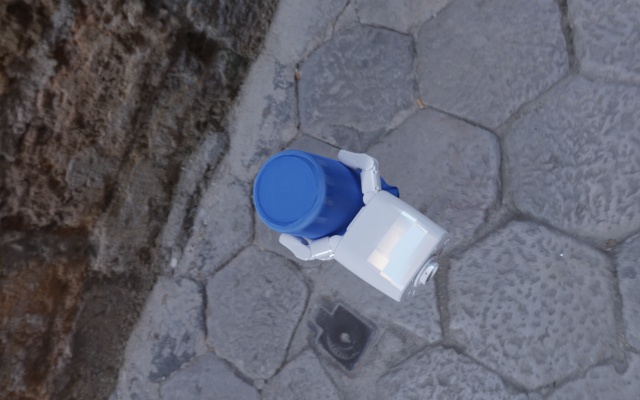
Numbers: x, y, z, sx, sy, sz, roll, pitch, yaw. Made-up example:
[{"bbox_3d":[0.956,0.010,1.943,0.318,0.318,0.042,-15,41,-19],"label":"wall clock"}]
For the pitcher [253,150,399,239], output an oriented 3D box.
[{"bbox_3d":[0.000,0.002,0.708,0.145,0.149,0.243,35,10,25],"label":"pitcher"}]
